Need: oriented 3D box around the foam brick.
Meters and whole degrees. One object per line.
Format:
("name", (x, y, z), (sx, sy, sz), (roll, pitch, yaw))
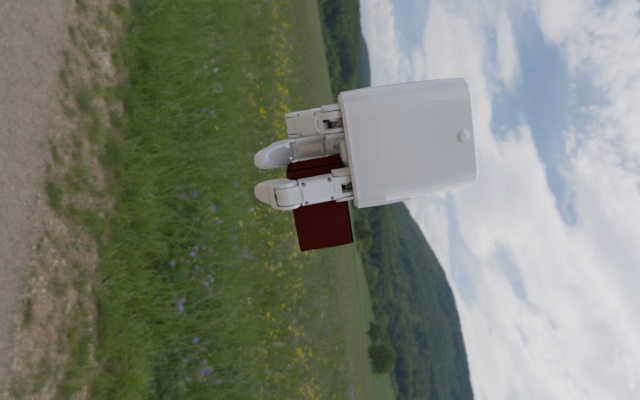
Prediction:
("foam brick", (0.000, 0.002, 0.449), (0.051, 0.078, 0.053), (-9, 13, 1))
